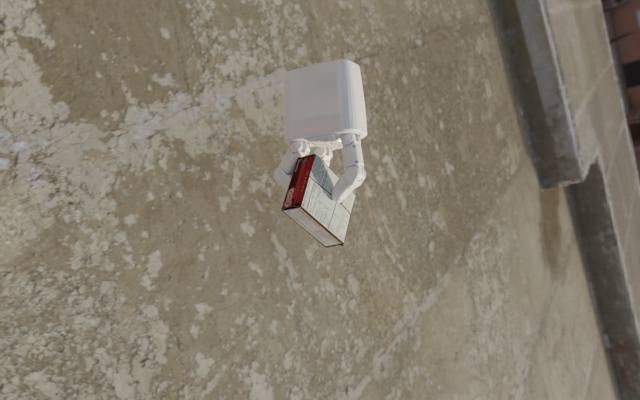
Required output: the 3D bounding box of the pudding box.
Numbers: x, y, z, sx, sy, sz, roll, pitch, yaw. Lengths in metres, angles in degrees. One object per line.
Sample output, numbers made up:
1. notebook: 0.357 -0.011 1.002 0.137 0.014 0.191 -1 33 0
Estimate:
1. pudding box: 0.000 0.002 0.683 0.039 0.090 0.113 -10 -38 38
